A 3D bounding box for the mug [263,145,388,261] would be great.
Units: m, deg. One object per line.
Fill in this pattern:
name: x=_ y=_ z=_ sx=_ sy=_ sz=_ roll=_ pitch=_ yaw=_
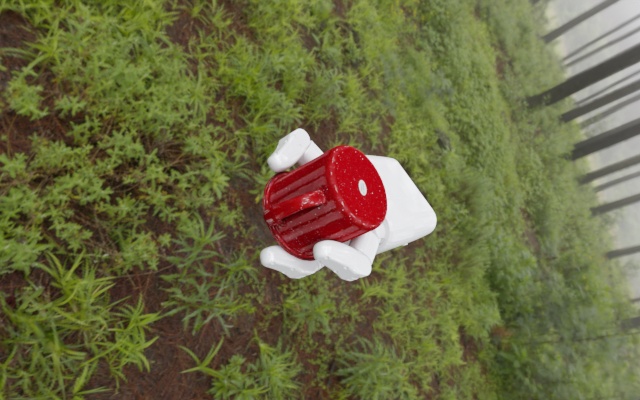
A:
mug: x=-0.001 y=0.001 z=0.433 sx=0.081 sy=0.093 sz=0.117 roll=-26 pitch=-12 yaw=38
